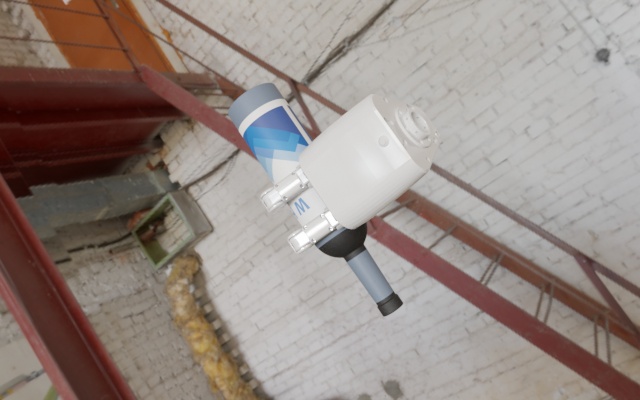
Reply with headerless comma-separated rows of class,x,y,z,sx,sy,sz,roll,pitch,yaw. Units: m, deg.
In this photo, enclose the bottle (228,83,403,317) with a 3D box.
bottle,0.000,0.002,0.552,0.069,0.295,0.069,-34,-7,-4
